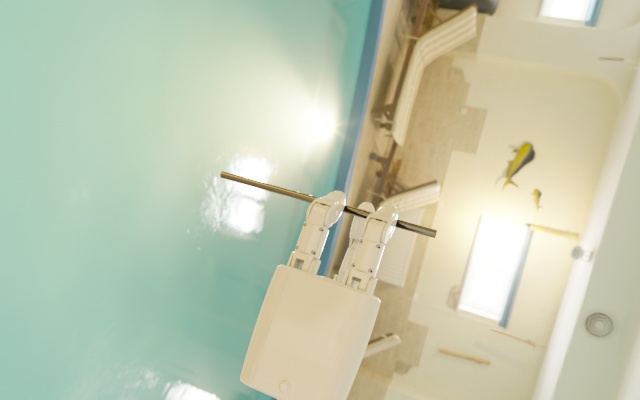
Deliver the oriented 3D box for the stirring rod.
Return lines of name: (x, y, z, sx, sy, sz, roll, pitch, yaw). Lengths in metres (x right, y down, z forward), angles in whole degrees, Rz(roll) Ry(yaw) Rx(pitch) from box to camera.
stirring rod: (0.000, 0.002, 0.493, 0.239, 0.011, 0.011, 16, 5, 19)
